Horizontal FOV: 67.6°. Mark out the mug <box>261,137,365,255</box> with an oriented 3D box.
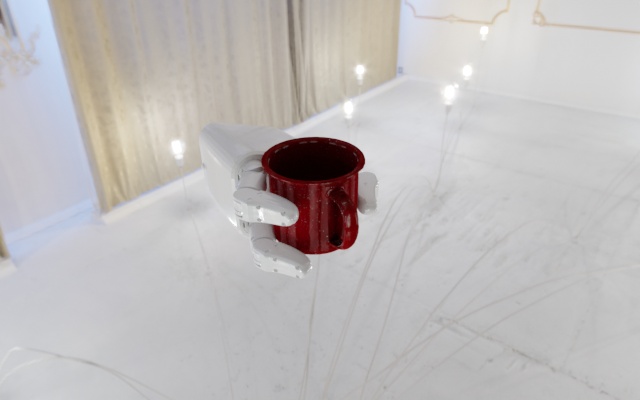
[{"bbox_3d":[0.001,0.002,0.437,0.093,0.081,0.117,-18,36,-26],"label":"mug"}]
